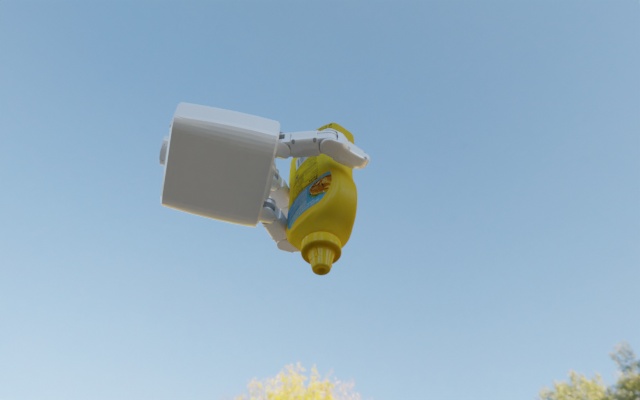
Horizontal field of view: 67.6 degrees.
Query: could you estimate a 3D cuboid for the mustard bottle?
[{"bbox_3d":[0.000,0.002,0.527,0.058,0.191,0.096,31,-55,-25],"label":"mustard bottle"}]
